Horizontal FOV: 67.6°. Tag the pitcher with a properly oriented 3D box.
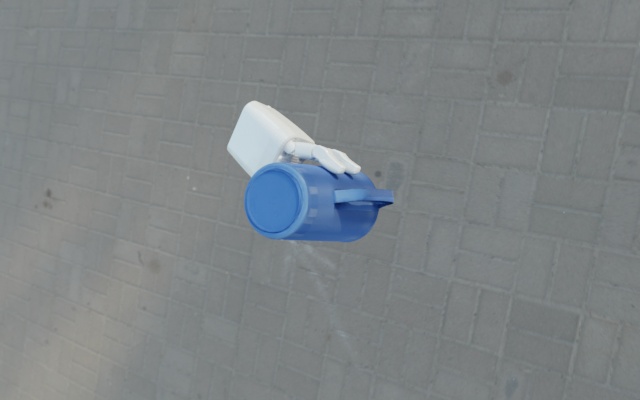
[{"bbox_3d":[0.000,0.002,0.756,0.145,0.149,0.243,43,17,22],"label":"pitcher"}]
